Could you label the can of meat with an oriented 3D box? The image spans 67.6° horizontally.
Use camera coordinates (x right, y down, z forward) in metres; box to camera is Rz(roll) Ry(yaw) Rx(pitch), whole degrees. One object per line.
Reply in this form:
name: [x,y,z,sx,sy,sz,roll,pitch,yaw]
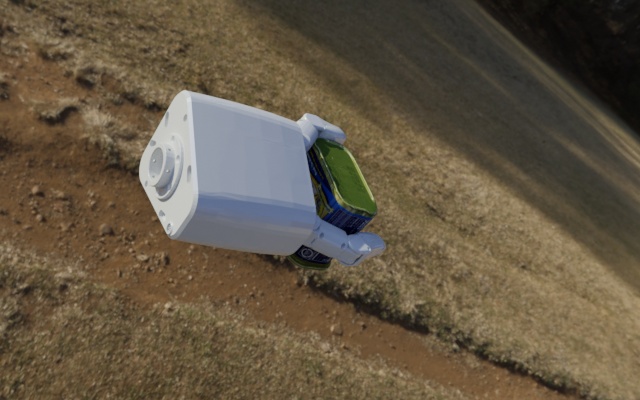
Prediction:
can of meat: [0.000,0.001,0.460,0.057,0.102,0.084,14,-50,-38]
